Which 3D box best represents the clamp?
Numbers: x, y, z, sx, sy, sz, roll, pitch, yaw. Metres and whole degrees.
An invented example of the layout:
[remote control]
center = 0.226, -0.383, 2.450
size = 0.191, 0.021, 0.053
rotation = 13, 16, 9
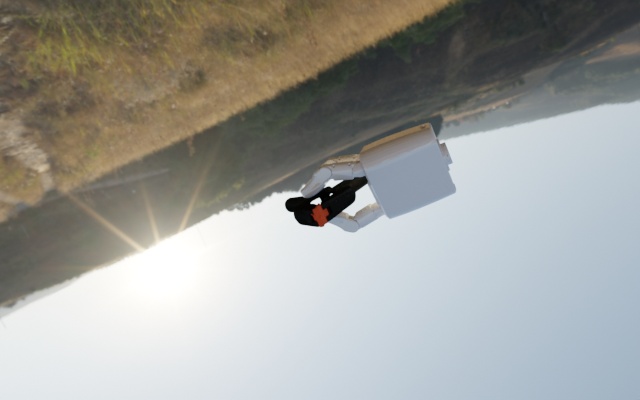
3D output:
[clamp]
center = 0.001, 0.003, 0.720
size = 0.164, 0.036, 0.210
rotation = -22, 9, 16
